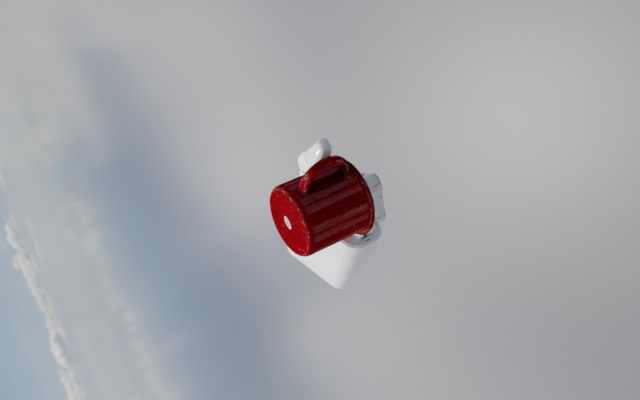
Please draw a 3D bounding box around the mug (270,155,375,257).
[{"bbox_3d":[0.000,0.001,0.507,0.081,0.093,0.117,-24,-33,-27],"label":"mug"}]
